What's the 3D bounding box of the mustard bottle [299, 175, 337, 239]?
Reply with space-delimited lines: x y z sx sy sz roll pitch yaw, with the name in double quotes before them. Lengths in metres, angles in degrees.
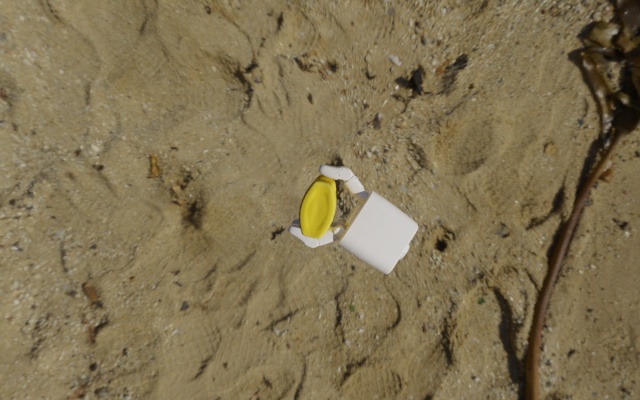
"mustard bottle" 0.000 0.003 0.863 0.058 0.096 0.191 12 9 2
